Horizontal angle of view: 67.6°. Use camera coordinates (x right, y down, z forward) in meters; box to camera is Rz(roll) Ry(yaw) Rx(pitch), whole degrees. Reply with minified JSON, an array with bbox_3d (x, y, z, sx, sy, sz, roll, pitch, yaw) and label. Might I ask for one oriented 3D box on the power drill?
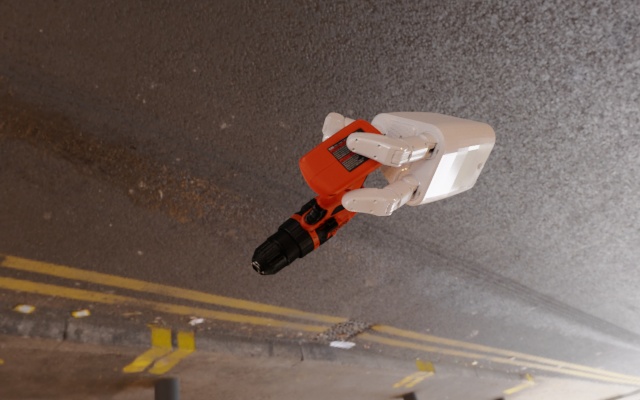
[{"bbox_3d":[0.000,0.002,0.556,0.184,0.057,0.188,-38,-13,-27],"label":"power drill"}]
